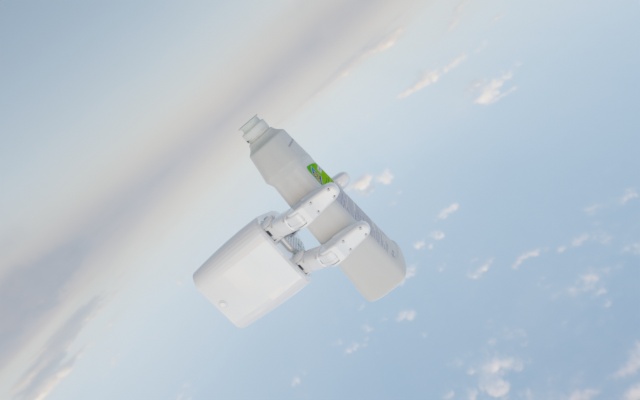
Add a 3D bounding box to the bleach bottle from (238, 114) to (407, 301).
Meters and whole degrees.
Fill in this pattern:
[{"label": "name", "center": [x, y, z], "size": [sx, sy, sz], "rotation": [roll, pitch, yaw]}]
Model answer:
[{"label": "bleach bottle", "center": [0.000, 0.002, 0.565], "size": [0.068, 0.251, 0.102], "rotation": [-38, 15, 11]}]
